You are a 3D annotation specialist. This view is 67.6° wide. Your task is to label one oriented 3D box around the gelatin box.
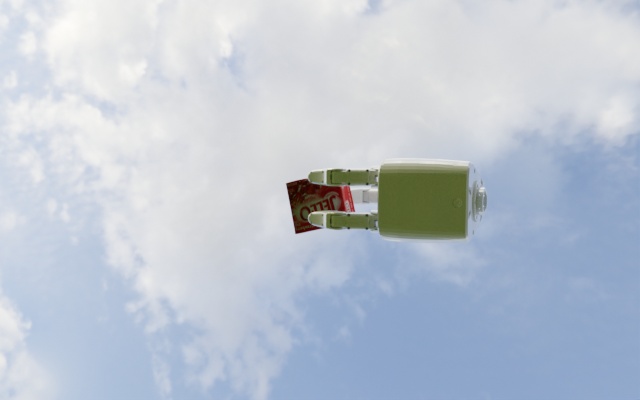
[{"bbox_3d":[0.000,0.002,0.647,0.089,0.073,0.030,-13,-4,33],"label":"gelatin box"}]
